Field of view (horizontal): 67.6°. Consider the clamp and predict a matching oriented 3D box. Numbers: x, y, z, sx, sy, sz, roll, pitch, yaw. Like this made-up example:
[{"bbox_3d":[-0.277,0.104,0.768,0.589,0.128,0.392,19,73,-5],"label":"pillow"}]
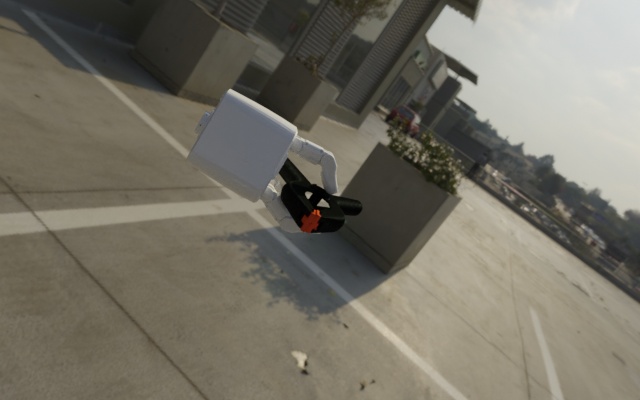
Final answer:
[{"bbox_3d":[0.000,0.002,0.670,0.164,0.036,0.210,29,15,-14],"label":"clamp"}]
